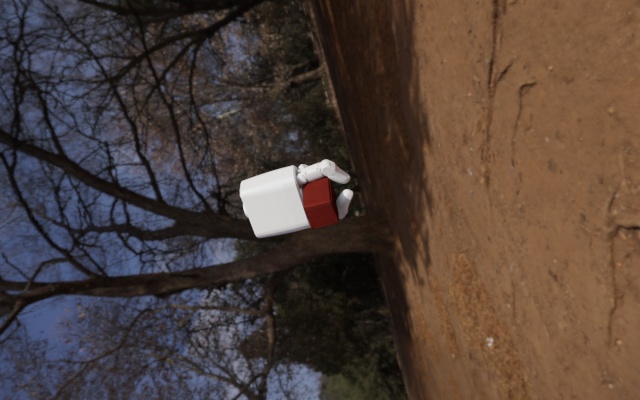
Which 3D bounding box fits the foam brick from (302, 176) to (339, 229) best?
[{"bbox_3d":[0.000,0.003,0.842,0.051,0.053,0.078,-14,39,7],"label":"foam brick"}]
